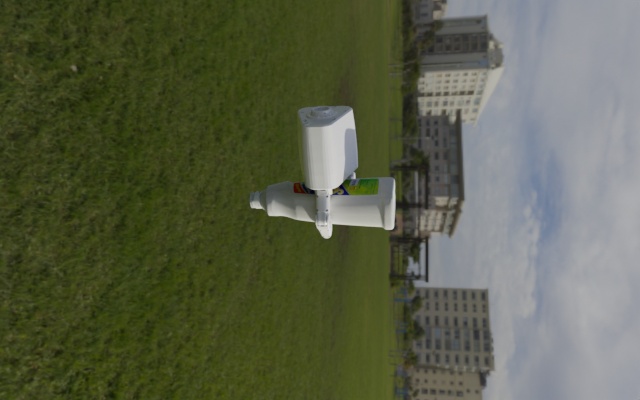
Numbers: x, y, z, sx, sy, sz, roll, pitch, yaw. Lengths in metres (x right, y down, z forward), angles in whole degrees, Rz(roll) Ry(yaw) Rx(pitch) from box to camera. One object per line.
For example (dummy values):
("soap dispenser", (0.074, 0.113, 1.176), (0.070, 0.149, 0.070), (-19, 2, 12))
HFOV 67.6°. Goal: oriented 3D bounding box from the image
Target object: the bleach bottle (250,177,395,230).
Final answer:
("bleach bottle", (0.000, 0.003, 0.819), (0.251, 0.068, 0.102), (0, 27, 11))
